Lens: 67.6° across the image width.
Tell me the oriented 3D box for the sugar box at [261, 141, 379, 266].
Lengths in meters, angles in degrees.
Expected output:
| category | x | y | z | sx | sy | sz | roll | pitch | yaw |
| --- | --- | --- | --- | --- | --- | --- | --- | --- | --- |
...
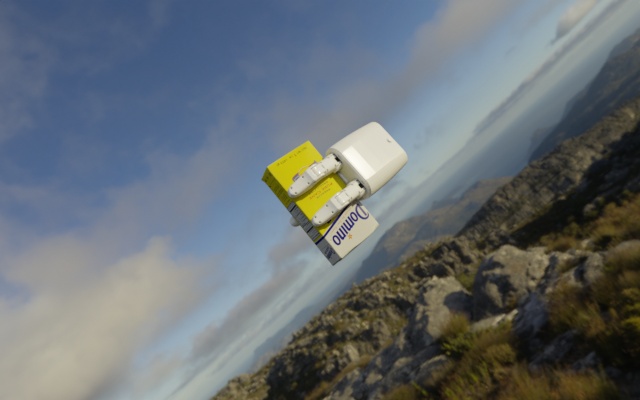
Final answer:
| category | x | y | z | sx | sy | sz | roll | pitch | yaw |
| --- | --- | --- | --- | --- | --- | --- | --- | --- | --- |
| sugar box | 0.000 | 0.002 | 0.734 | 0.093 | 0.176 | 0.048 | -38 | -8 | -31 |
